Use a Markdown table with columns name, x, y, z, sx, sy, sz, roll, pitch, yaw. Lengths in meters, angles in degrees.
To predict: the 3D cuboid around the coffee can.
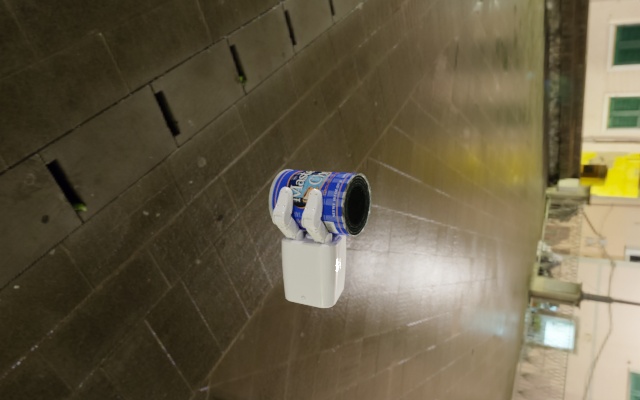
| name | x | y | z | sx | sy | sz | roll | pitch | yaw |
| --- | --- | --- | --- | --- | --- | --- | --- | --- | --- |
| coffee can | 0.000 | 0.002 | 0.794 | 0.140 | 0.103 | 0.103 | 5 | 2 | 30 |
